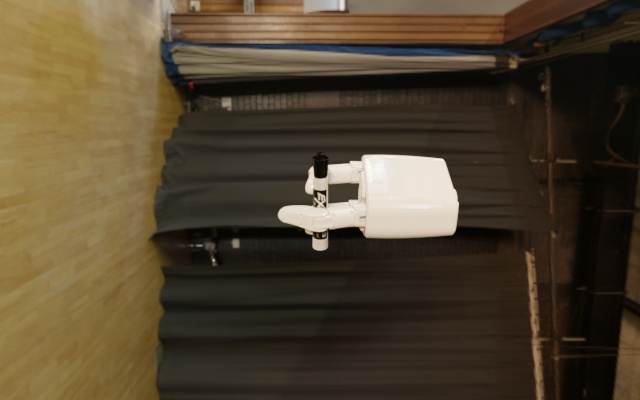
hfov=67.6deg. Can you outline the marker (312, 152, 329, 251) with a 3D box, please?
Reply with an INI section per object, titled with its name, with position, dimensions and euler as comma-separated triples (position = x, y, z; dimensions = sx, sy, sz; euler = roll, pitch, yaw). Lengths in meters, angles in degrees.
[marker]
position = 0.000, 0.002, 0.557
dimensions = 0.020, 0.121, 0.020
euler = 0, 24, 0
